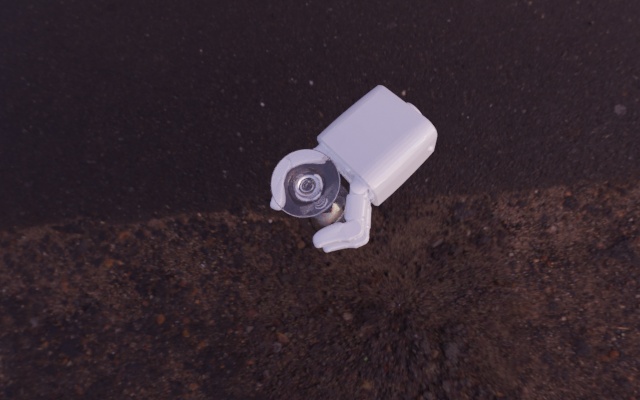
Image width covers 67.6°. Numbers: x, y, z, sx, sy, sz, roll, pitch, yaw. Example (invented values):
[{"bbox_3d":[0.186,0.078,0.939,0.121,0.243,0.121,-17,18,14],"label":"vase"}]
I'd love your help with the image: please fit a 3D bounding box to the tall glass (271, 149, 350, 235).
[{"bbox_3d":[0.000,0.002,0.594,0.079,0.079,0.201,0,-12,9],"label":"tall glass"}]
